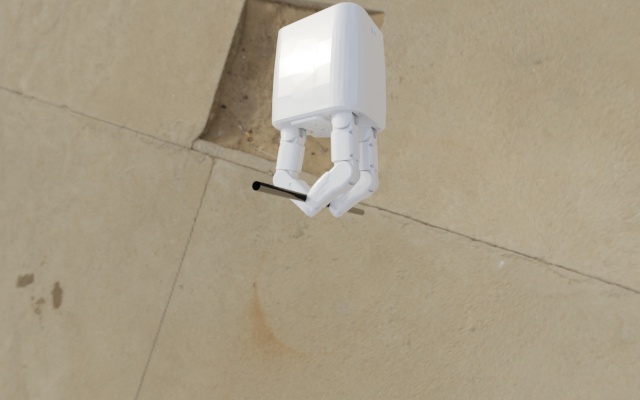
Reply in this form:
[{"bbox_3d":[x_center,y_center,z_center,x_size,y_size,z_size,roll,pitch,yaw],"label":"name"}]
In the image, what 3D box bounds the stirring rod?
[{"bbox_3d":[0.000,0.002,0.488,0.011,0.011,0.239,0,-6,25],"label":"stirring rod"}]
